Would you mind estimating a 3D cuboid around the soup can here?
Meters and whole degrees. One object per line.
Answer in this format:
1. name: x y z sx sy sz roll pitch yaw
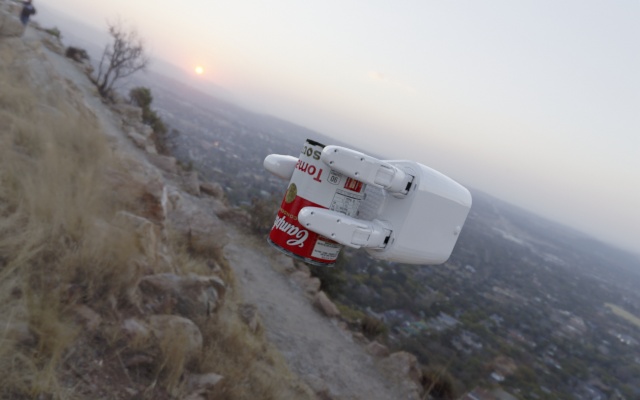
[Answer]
1. soup can: 0.000 0.001 0.444 0.068 0.102 0.068 21 6 -2
